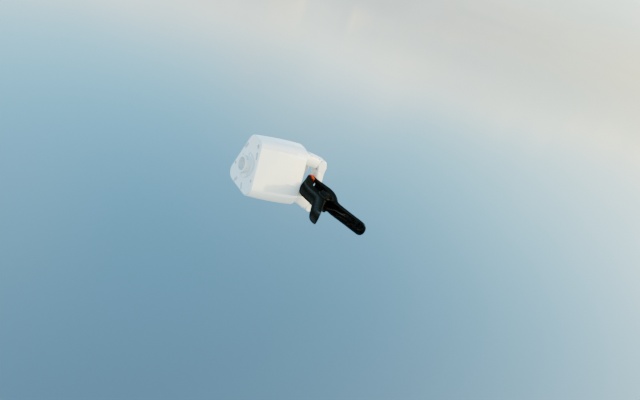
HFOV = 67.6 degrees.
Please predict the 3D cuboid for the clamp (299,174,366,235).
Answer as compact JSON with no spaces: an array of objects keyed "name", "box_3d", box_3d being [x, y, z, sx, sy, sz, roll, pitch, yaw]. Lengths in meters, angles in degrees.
[{"name":"clamp","box_3d":[0.000,0.002,0.894,0.120,0.039,0.171,18,20,-44]}]
